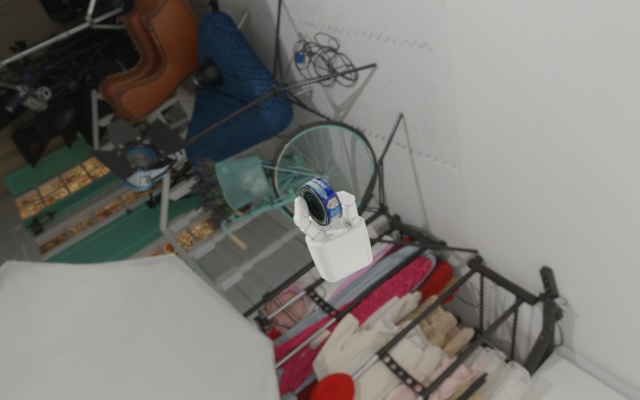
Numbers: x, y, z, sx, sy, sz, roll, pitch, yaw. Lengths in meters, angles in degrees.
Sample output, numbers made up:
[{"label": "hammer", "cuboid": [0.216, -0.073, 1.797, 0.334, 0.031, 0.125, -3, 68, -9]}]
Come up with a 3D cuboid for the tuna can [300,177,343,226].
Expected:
[{"label": "tuna can", "cuboid": [0.000, 0.003, 0.851, 0.033, 0.086, 0.086, -31, 13, -23]}]
